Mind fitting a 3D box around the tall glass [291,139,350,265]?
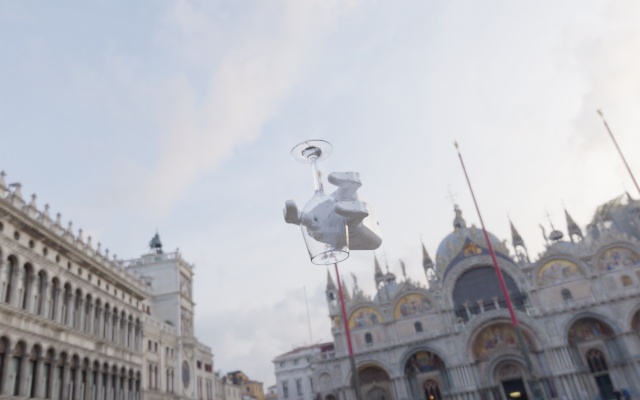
[{"bbox_3d":[0.000,0.002,0.790,0.079,0.201,0.079,-8,-26,-4],"label":"tall glass"}]
